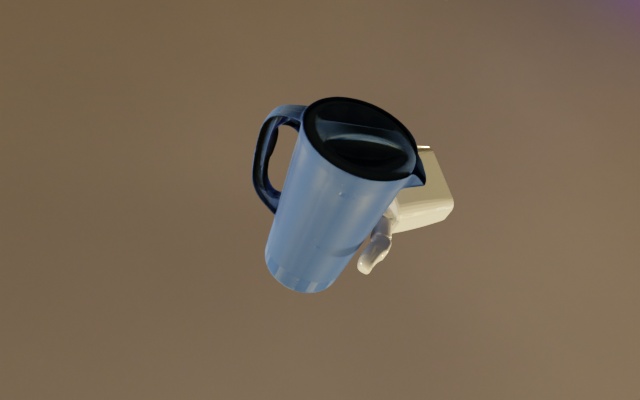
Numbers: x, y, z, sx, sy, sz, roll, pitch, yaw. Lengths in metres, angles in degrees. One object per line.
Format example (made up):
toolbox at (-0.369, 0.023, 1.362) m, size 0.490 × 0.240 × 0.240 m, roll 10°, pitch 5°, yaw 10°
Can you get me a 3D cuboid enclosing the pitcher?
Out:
pitcher at (0.000, 0.002, 0.581) m, size 0.145 × 0.149 × 0.243 m, roll -11°, pitch -36°, yaw -32°
